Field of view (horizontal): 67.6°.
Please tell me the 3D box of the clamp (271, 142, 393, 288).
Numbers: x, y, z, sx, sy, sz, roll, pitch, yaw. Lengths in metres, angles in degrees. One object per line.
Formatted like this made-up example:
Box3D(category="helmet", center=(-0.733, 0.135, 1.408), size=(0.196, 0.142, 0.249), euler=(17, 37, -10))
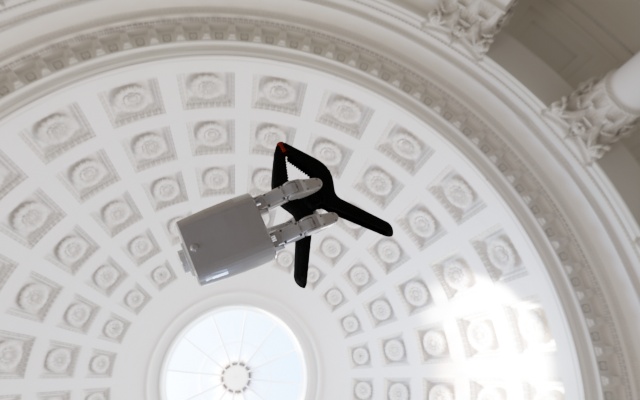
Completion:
Box3D(category="clamp", center=(-0.001, 0.002, 0.696), size=(0.164, 0.210, 0.036), euler=(-20, -15, -20))
